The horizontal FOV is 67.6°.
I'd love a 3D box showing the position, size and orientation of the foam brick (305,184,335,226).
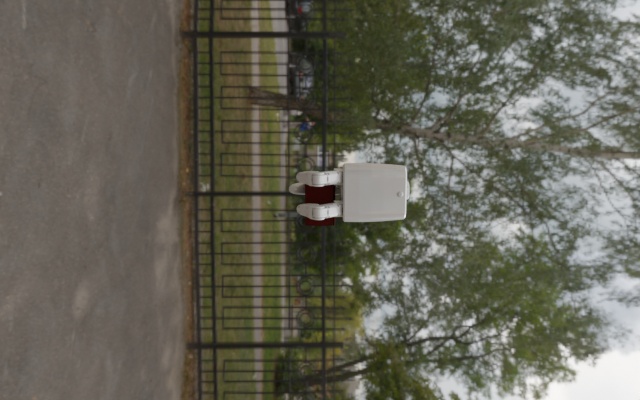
[{"bbox_3d":[0.000,0.003,0.836,0.051,0.078,0.053,0,9,2],"label":"foam brick"}]
